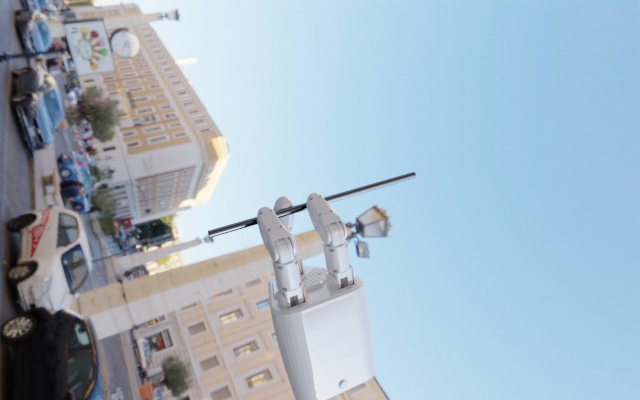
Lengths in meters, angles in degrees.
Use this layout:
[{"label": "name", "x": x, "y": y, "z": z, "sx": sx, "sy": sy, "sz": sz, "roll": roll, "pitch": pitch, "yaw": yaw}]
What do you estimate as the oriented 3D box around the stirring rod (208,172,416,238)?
[{"label": "stirring rod", "x": 0.000, "y": 0.002, "z": 0.503, "sx": 0.239, "sy": 0.011, "sz": 0.011, "roll": -16, "pitch": 6, "yaw": -22}]
